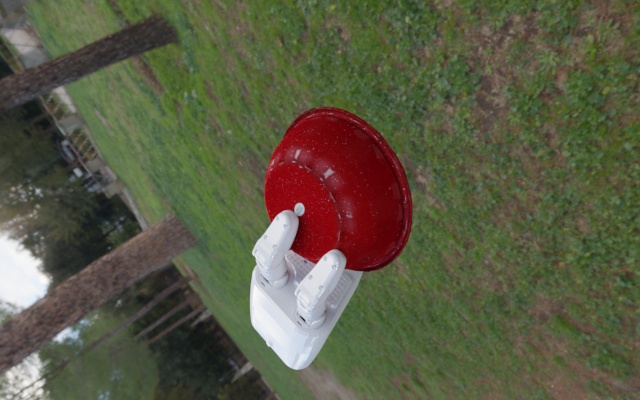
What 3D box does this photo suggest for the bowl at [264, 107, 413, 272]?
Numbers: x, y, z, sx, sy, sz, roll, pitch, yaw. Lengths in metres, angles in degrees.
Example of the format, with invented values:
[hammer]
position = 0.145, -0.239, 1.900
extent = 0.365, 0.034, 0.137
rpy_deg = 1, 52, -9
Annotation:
[bowl]
position = 0.000, 0.000, 0.429
extent = 0.162, 0.162, 0.055
rpy_deg = 0, 20, 45
